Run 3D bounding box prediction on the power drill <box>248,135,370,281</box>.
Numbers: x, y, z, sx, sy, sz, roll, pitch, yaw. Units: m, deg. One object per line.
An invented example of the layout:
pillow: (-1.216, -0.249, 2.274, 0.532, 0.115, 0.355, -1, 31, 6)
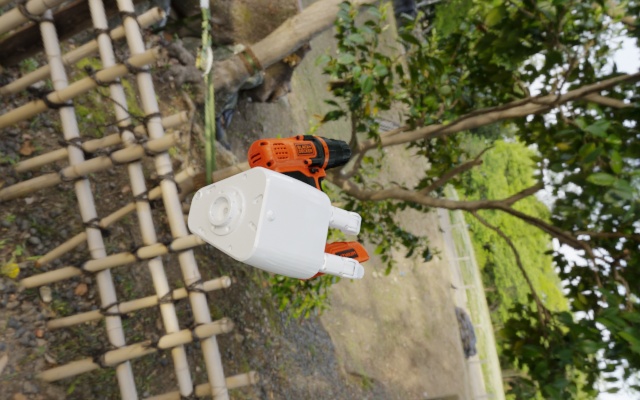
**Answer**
power drill: (0.000, 0.003, 0.638, 0.057, 0.187, 0.184, -27, -11, 41)
